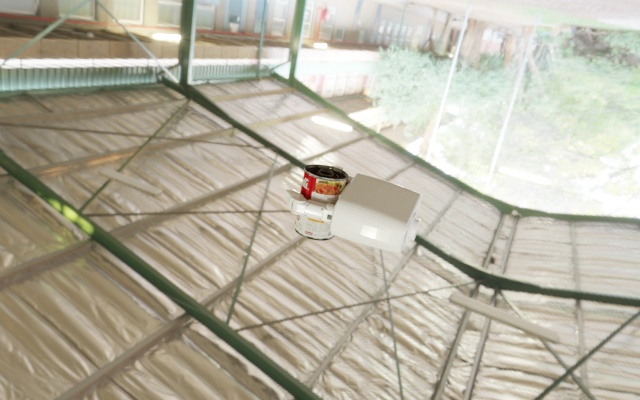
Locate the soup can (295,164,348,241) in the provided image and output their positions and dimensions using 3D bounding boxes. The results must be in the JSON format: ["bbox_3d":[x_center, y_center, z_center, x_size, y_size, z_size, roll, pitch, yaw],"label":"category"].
[{"bbox_3d":[0.000,0.003,0.738,0.068,0.102,0.068,10,21,-4],"label":"soup can"}]
